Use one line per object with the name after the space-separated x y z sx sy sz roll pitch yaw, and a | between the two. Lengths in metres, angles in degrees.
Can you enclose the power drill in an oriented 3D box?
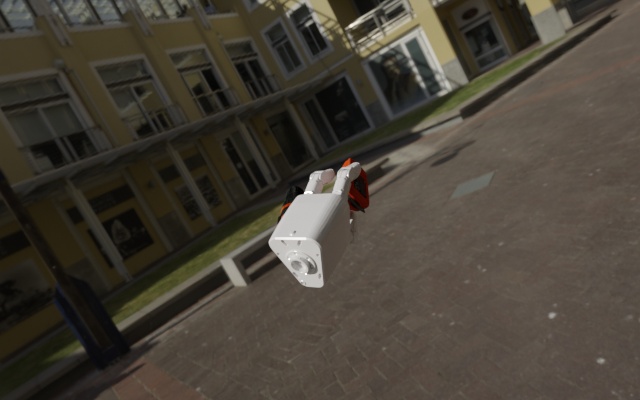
0.000 0.003 0.885 0.188 0.184 0.057 -35 -57 26 | power drill
